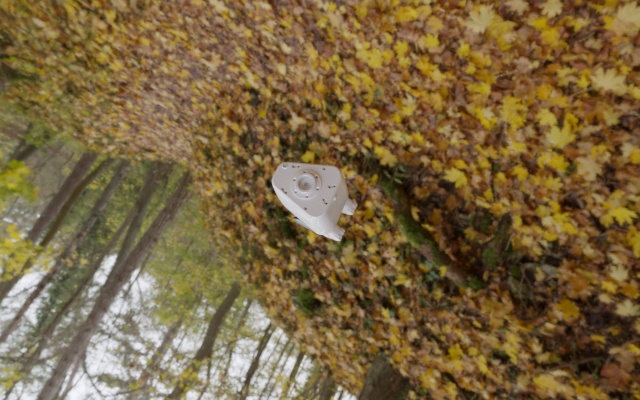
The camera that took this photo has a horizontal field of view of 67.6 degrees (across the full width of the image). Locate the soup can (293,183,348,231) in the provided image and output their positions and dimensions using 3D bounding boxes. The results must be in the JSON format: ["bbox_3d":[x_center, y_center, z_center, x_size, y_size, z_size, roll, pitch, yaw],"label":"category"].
[{"bbox_3d":[0.000,0.003,0.890,0.068,0.102,0.068,24,-12,5],"label":"soup can"}]
